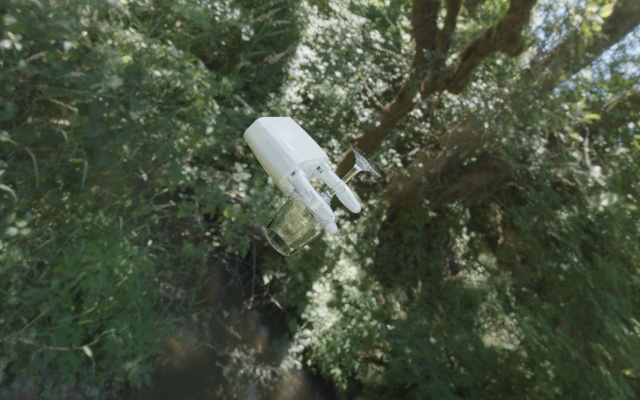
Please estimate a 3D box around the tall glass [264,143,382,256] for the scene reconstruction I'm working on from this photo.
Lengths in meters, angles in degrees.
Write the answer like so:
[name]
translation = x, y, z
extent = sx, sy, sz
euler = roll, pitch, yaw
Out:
[tall glass]
translation = 0.001, 0.002, 0.769
extent = 0.201, 0.079, 0.079
euler = -43, -10, 11
